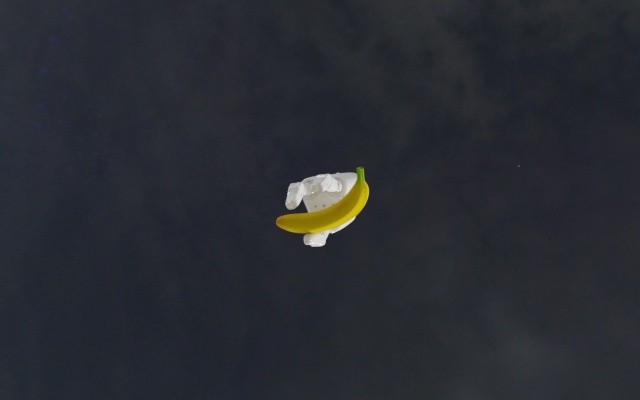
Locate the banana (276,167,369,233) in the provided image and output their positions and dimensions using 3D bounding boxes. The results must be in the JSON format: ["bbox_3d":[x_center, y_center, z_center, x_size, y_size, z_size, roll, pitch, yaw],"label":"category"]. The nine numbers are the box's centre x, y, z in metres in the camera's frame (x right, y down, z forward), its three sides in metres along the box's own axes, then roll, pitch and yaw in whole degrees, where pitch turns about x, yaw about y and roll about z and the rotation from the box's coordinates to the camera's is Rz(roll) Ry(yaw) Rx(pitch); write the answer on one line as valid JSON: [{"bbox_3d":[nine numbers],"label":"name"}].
[{"bbox_3d":[0.012,0.017,0.827,0.198,0.069,0.037,-32,-2,25],"label":"banana"}]
